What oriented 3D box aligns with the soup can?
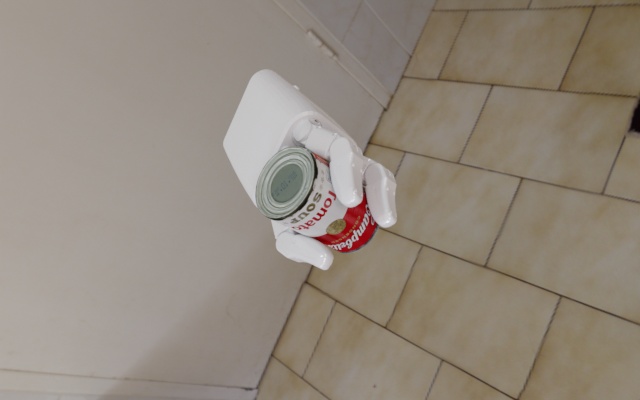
[{"bbox_3d":[0.000,0.002,0.429,0.068,0.068,0.102,0,-20,40],"label":"soup can"}]
